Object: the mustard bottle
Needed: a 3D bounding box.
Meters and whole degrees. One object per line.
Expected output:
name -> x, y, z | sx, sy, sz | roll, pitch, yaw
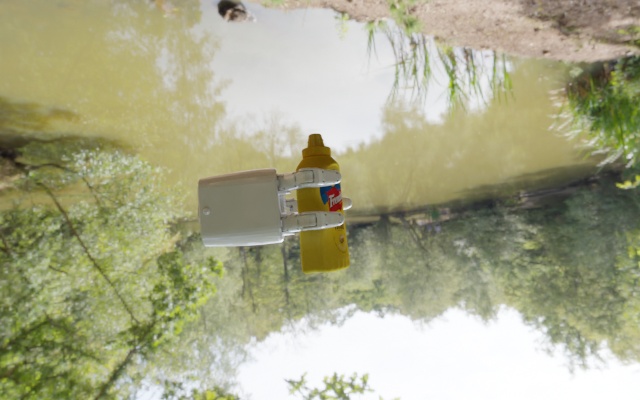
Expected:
mustard bottle -> 0.000, 0.002, 0.664 | 0.058, 0.191, 0.096 | -8, -5, 25
